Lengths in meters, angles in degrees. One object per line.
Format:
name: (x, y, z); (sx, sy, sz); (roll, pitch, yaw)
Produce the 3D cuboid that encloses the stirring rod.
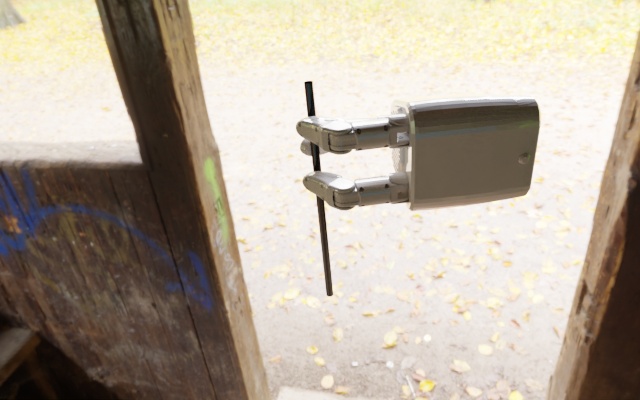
stirring rod: (0.000, 0.002, 0.471); (0.011, 0.240, 0.011); (-4, 31, 3)
